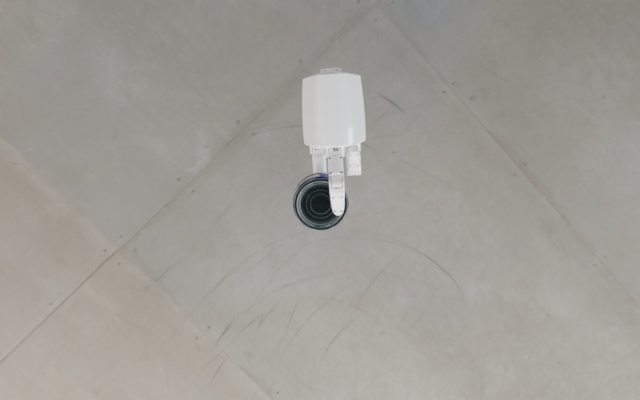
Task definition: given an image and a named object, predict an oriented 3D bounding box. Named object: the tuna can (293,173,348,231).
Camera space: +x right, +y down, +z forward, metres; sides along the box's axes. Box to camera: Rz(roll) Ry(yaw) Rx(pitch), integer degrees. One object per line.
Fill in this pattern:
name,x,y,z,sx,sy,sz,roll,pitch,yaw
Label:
tuna can,0.000,0.003,0.736,0.086,0.086,0.033,0,14,-1
